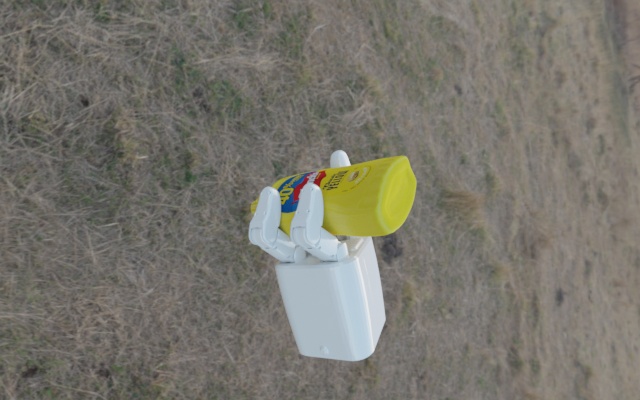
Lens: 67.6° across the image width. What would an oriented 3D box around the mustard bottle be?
[{"bbox_3d":[0.000,0.001,0.514,0.191,0.058,0.096,-7,35,36],"label":"mustard bottle"}]
